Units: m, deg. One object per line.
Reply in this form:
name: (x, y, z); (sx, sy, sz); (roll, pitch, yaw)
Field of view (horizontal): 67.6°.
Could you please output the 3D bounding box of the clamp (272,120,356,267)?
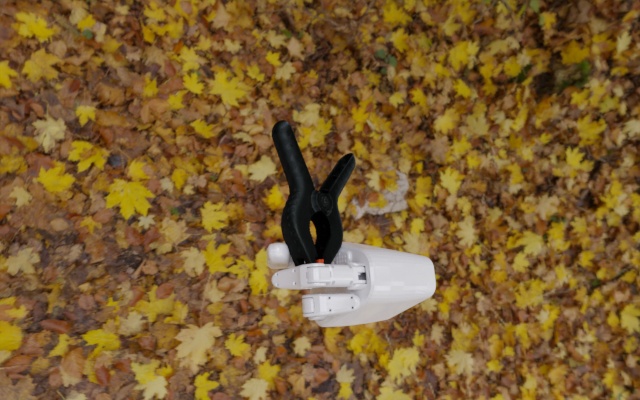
clamp: (0.000, 0.002, 0.531); (0.120, 0.171, 0.039); (8, -18, -37)
